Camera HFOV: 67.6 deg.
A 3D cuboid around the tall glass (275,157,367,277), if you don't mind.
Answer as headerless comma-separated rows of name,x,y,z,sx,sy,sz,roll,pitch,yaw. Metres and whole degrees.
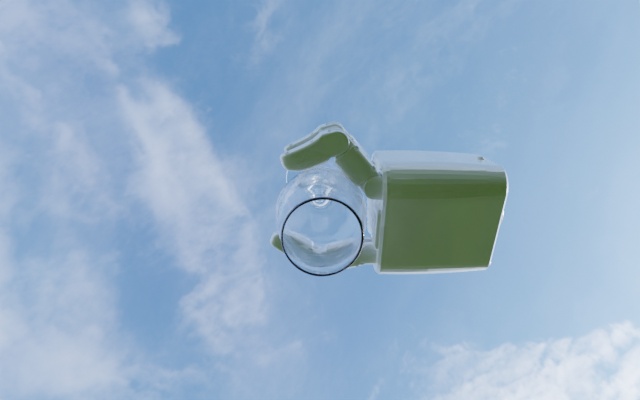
tall glass,0.000,0.001,0.445,0.079,0.079,0.201,0,15,-1
